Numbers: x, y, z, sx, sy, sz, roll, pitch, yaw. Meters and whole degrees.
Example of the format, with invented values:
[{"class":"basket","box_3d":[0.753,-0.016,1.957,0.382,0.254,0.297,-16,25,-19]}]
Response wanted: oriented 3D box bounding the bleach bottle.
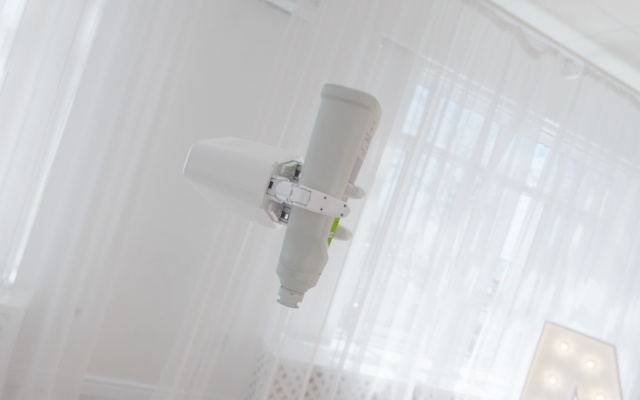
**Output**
[{"class":"bleach bottle","box_3d":[0.000,0.002,0.550,0.068,0.251,0.102,19,-1,13]}]
